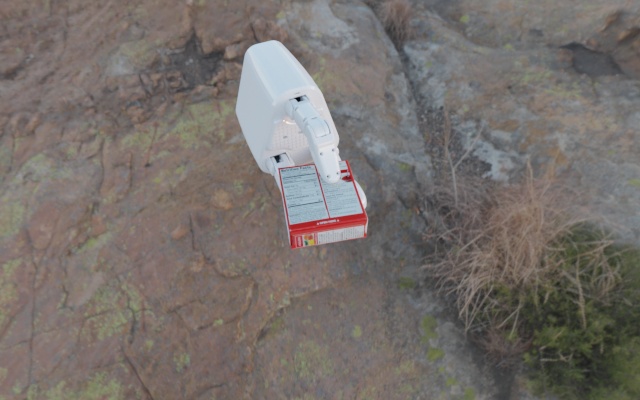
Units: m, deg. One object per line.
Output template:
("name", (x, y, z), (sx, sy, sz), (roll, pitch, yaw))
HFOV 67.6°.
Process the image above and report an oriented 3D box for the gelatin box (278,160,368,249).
("gelatin box", (0.000, 0.001, 0.467), (0.073, 0.030, 0.089), (-8, 46, -6))
